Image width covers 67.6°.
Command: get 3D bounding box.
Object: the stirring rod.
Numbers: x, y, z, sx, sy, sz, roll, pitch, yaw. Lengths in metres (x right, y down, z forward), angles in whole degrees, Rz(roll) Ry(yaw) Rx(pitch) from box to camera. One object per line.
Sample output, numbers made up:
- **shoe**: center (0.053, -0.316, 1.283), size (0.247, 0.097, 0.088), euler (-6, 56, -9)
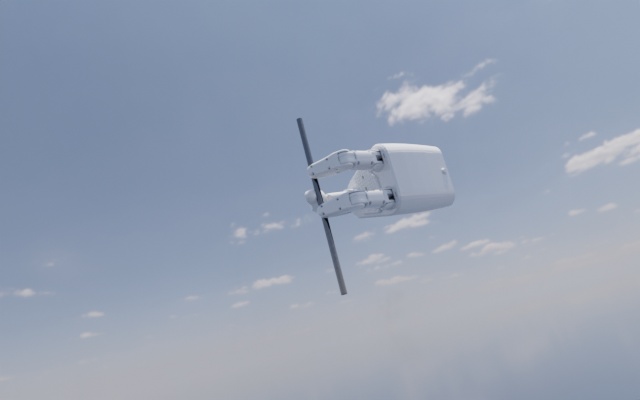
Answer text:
- **stirring rod**: center (0.000, 0.002, 0.611), size (0.011, 0.239, 0.011), euler (-13, -16, -4)
